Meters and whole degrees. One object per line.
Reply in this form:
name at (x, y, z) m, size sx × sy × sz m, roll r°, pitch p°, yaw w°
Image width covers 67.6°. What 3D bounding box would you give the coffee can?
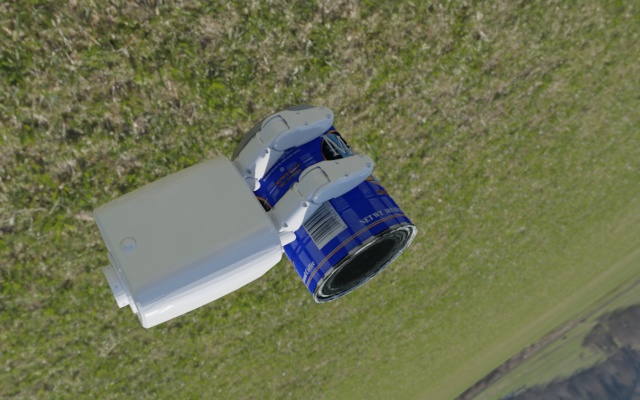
coffee can at (0.000, 0.001, 0.416) m, size 0.103 × 0.140 × 0.103 m, roll -30°, pitch -24°, yaw -15°
